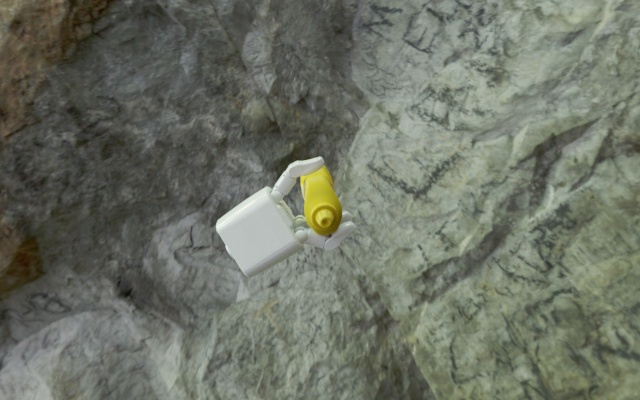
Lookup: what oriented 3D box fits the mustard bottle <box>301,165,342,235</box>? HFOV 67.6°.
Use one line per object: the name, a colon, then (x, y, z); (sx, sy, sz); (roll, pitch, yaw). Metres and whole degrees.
mustard bottle: (0.000, 0.002, 0.775); (0.058, 0.096, 0.191); (-10, 18, -1)
